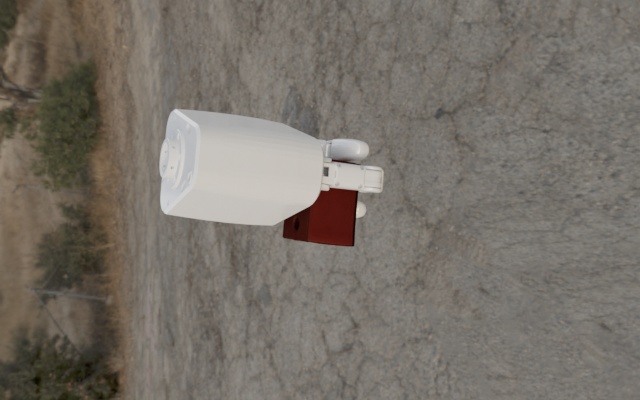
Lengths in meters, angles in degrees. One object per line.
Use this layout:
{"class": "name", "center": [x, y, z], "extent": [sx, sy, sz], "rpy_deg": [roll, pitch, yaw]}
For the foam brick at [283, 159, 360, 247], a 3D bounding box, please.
{"class": "foam brick", "center": [0.000, 0.002, 0.449], "extent": [0.051, 0.078, 0.053], "rpy_deg": [5, -2, -31]}
